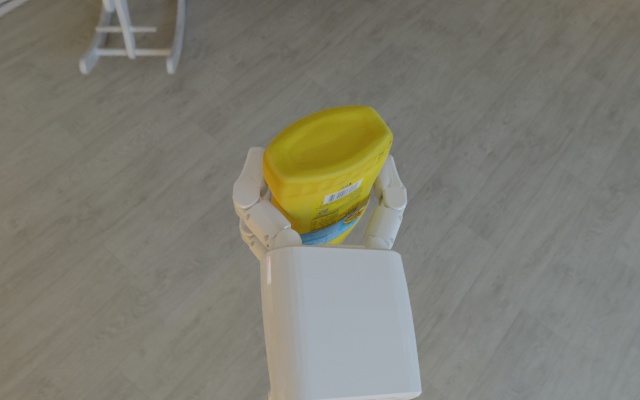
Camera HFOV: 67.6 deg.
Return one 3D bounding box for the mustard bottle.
[{"bbox_3d":[0.000,0.001,0.421,0.096,0.058,0.192,-27,-22,-17],"label":"mustard bottle"}]
